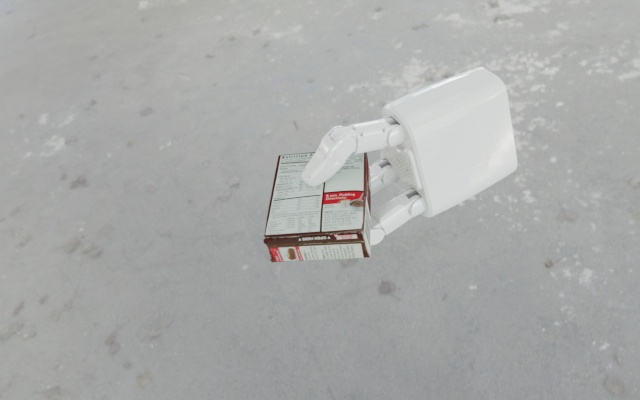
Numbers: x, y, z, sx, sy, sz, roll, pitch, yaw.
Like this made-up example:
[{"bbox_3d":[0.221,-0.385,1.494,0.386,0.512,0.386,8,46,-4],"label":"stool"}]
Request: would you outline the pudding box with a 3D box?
[{"bbox_3d":[0.000,0.001,0.444,0.090,0.039,0.113,-5,44,11],"label":"pudding box"}]
